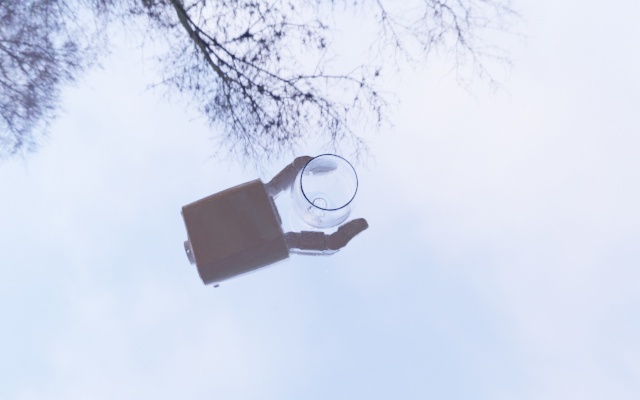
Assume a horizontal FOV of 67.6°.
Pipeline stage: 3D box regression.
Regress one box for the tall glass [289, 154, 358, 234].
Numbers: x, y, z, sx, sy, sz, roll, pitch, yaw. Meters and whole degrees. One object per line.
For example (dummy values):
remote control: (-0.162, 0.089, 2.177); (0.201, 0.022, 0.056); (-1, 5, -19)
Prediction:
tall glass: (0.000, 0.002, 0.593); (0.079, 0.079, 0.201); (0, -13, -6)
